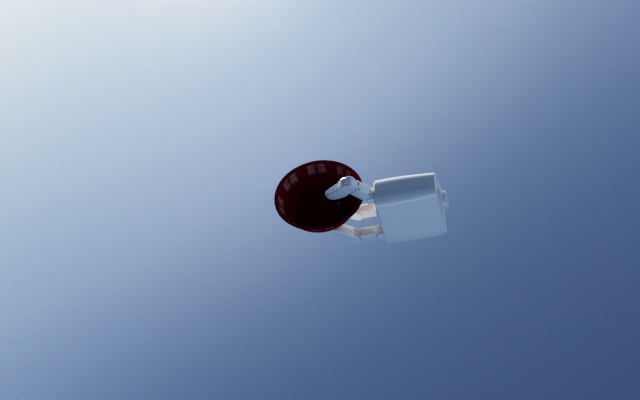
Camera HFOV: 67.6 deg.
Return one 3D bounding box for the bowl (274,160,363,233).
[{"bbox_3d":[-0.001,0.003,0.865,0.162,0.162,0.055,0,-39,10],"label":"bowl"}]
